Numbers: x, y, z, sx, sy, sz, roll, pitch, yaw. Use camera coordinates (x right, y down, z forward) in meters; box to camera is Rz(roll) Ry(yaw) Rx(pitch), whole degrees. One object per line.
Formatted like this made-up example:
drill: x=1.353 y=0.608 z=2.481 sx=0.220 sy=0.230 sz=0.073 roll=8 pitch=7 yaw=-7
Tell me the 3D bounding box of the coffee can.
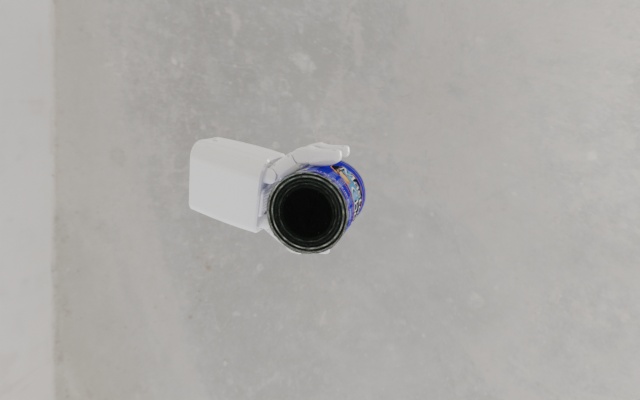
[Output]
coffee can: x=0.000 y=0.002 z=0.635 sx=0.103 sy=0.103 sz=0.140 roll=0 pitch=11 yaw=14
